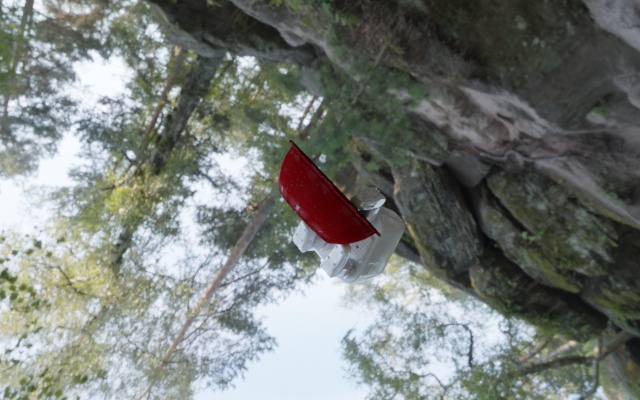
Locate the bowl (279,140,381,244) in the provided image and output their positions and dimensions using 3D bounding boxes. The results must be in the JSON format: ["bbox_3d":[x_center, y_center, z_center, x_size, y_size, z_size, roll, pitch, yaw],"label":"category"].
[{"bbox_3d":[-0.001,0.002,0.587,0.055,0.162,0.162,-43,-3,3],"label":"bowl"}]
